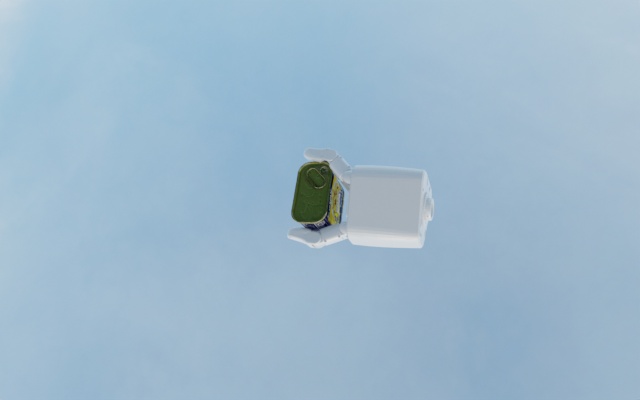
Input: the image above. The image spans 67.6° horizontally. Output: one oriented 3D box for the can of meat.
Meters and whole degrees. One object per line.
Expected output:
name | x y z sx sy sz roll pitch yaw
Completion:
can of meat | 0.000 0.003 0.756 0.057 0.102 0.084 -1 -23 21
